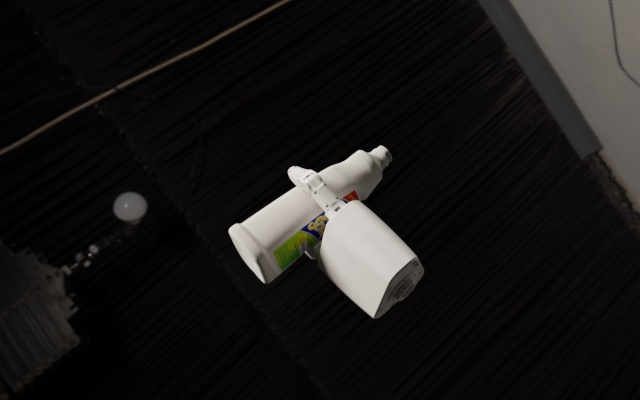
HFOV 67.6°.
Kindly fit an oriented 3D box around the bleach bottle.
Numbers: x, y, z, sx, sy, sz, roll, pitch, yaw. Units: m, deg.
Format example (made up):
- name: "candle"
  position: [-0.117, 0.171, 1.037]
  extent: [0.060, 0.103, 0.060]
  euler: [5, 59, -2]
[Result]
- name: "bleach bottle"
  position: [0.000, 0.002, 0.652]
  extent: [0.251, 0.068, 0.103]
  euler: [-39, -27, -17]
